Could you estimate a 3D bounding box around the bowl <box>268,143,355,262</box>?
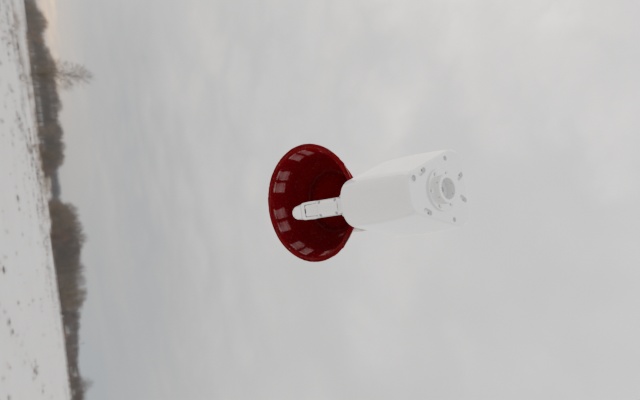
[{"bbox_3d":[-0.001,0.002,0.669,0.162,0.162,0.055,0,4,40],"label":"bowl"}]
